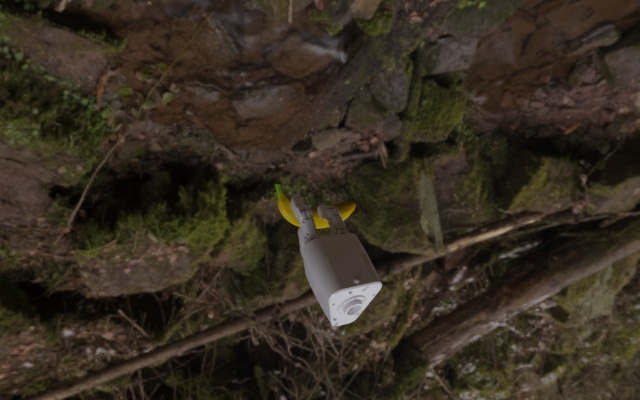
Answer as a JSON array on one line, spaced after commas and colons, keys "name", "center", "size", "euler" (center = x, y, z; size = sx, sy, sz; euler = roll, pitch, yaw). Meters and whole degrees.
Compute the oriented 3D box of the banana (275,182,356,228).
[{"name": "banana", "center": [-0.009, 0.020, 0.882], "size": [0.198, 0.069, 0.037], "euler": [14, 9, -43]}]
